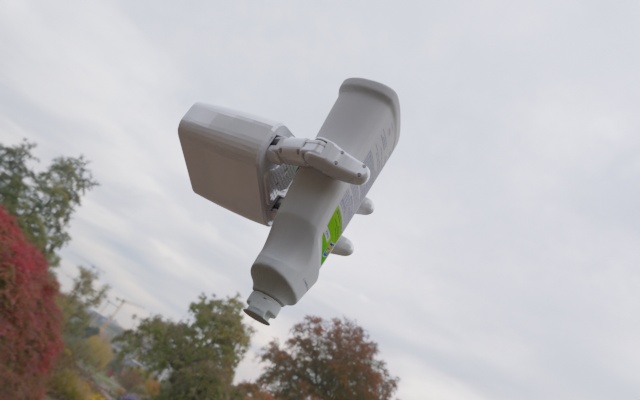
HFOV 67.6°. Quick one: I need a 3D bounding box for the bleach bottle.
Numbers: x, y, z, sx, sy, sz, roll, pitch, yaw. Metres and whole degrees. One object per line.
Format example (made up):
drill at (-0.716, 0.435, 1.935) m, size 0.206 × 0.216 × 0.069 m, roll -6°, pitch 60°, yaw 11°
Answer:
bleach bottle at (0.000, 0.002, 0.467) m, size 0.068 × 0.250 × 0.103 m, roll 20°, pitch -27°, yaw 22°
